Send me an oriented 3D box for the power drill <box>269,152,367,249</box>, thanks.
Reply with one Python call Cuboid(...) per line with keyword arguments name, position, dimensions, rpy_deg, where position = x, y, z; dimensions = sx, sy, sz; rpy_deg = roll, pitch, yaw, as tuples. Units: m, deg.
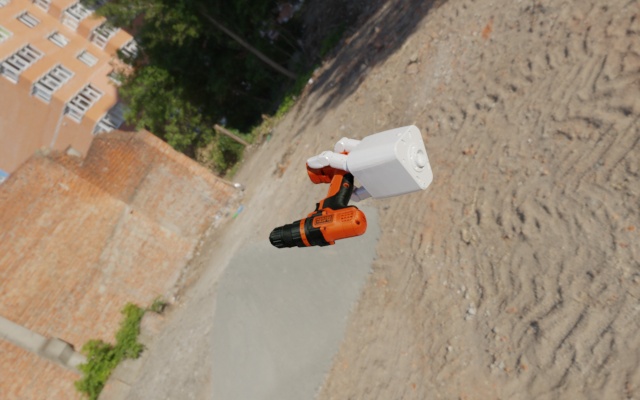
Cuboid(name="power drill", position=(0.000, 0.002, 0.880), dimensions=(0.184, 0.187, 0.057), rpy_deg=(-11, -43, 22))
